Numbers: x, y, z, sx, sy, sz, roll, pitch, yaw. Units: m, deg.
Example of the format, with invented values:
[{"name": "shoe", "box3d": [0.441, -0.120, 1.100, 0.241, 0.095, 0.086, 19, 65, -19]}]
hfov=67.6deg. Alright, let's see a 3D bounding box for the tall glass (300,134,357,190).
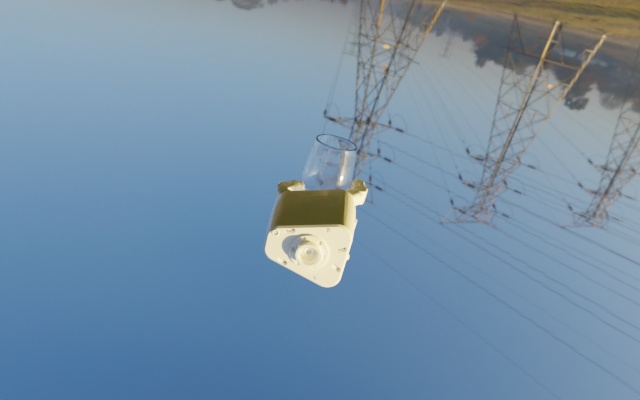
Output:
[{"name": "tall glass", "box3d": [0.000, 0.003, 0.738, 0.079, 0.201, 0.079, 13, 24, -6]}]
